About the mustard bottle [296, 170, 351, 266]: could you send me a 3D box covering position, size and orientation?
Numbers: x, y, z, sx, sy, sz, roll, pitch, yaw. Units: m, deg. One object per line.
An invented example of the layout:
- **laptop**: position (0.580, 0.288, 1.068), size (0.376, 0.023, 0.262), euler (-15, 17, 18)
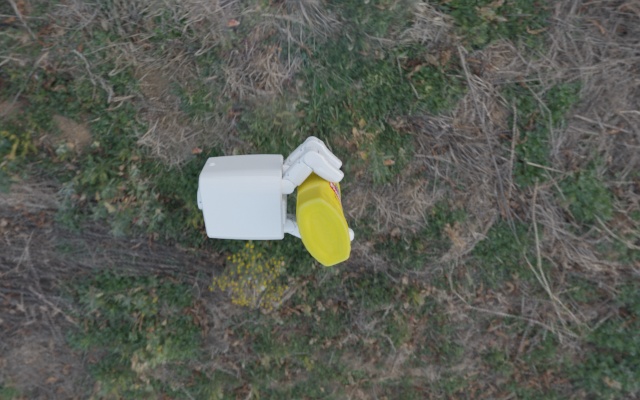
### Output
- **mustard bottle**: position (0.000, 0.002, 0.656), size (0.058, 0.096, 0.191), euler (-23, 23, 7)
